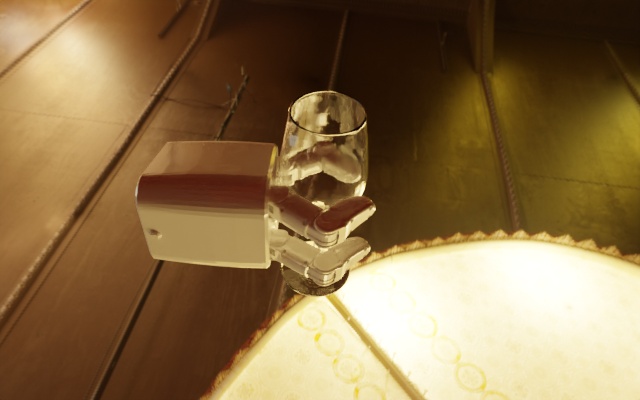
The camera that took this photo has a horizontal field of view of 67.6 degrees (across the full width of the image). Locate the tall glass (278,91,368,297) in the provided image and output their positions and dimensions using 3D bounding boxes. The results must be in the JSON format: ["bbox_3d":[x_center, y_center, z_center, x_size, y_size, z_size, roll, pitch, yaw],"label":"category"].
[{"bbox_3d":[0.000,0.002,0.442,0.079,0.201,0.079,3,45,-2],"label":"tall glass"}]
